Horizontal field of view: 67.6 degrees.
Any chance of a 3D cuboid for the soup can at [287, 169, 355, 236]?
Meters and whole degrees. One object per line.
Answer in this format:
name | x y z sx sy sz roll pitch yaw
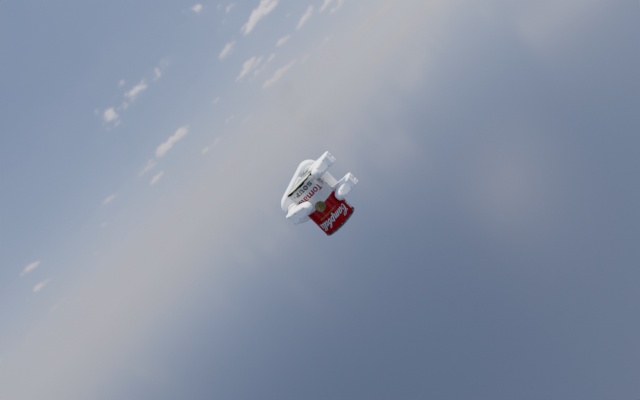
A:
soup can | 0.000 0.003 0.831 0.102 0.068 0.068 44 -8 -9
